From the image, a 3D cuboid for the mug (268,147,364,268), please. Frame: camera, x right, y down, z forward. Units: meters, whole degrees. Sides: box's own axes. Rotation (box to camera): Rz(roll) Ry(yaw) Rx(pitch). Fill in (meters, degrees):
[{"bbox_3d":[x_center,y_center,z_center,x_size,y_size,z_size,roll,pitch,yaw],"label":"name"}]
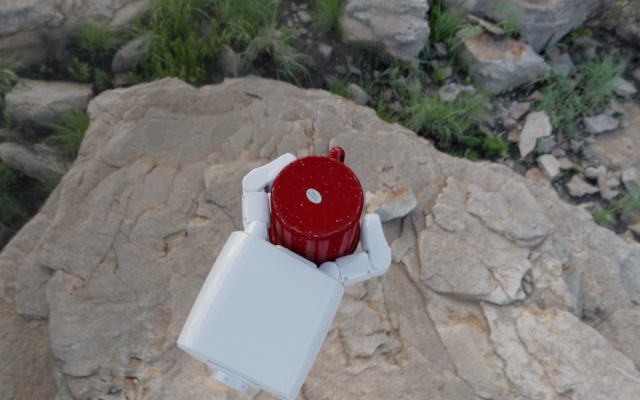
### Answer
[{"bbox_3d":[0.001,0.000,0.447,0.093,0.117,0.081,21,-24,7],"label":"mug"}]
